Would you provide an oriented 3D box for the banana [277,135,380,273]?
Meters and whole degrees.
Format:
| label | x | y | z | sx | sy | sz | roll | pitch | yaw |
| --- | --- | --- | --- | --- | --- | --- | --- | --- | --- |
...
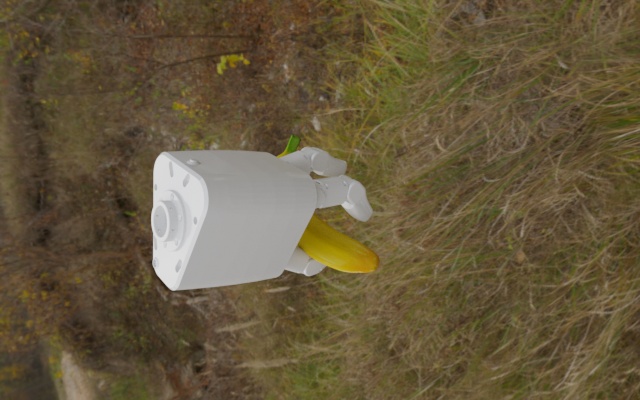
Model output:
| label | x | y | z | sx | sy | sz | roll | pitch | yaw |
| --- | --- | --- | --- | --- | --- | --- | --- | --- | --- |
| banana | -0.013 | 0.012 | 0.500 | 0.037 | 0.070 | 0.197 | 16 | 33 | -48 |
